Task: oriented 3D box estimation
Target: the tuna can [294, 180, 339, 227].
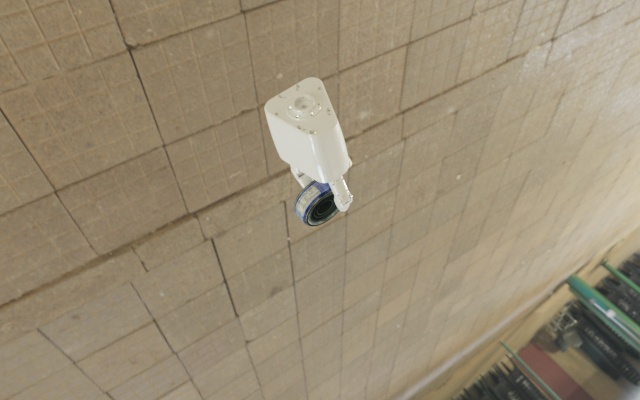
[{"bbox_3d":[0.000,0.003,0.787,0.086,0.086,0.033,0,42,-51],"label":"tuna can"}]
